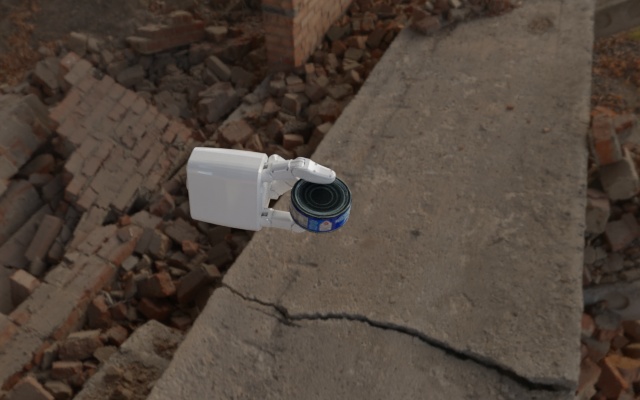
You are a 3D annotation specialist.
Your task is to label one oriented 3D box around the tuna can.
[{"bbox_3d":[0.000,0.002,0.663,0.086,0.086,0.034,0,-41,-7],"label":"tuna can"}]
